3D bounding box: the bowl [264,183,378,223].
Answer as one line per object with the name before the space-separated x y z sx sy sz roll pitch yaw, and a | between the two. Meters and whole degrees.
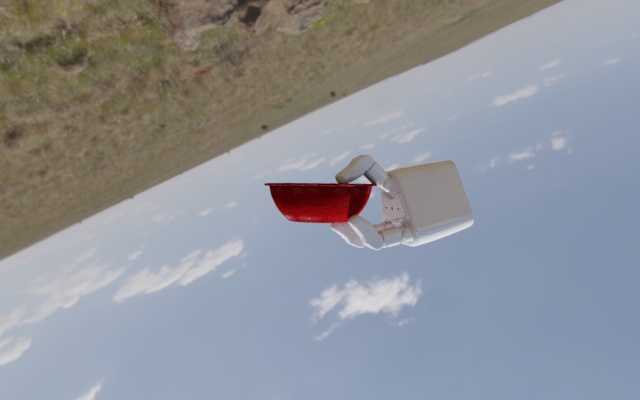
bowl | -0.001 0.003 0.685 0.162 0.055 0.162 1 2 0
